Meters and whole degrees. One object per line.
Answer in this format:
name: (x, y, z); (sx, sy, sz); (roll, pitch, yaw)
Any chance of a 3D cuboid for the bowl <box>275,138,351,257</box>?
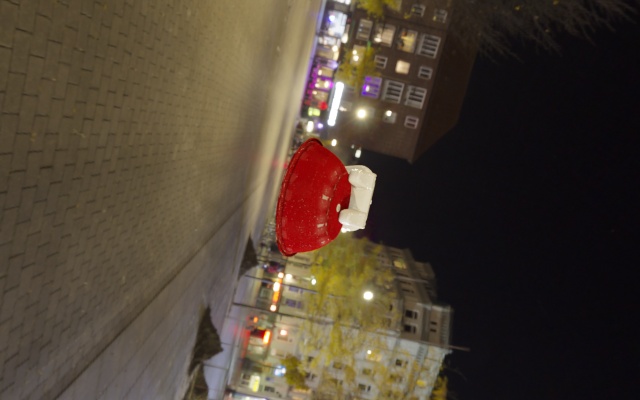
bowl: (0.000, 0.002, 0.625); (0.055, 0.162, 0.162); (14, 4, 19)
